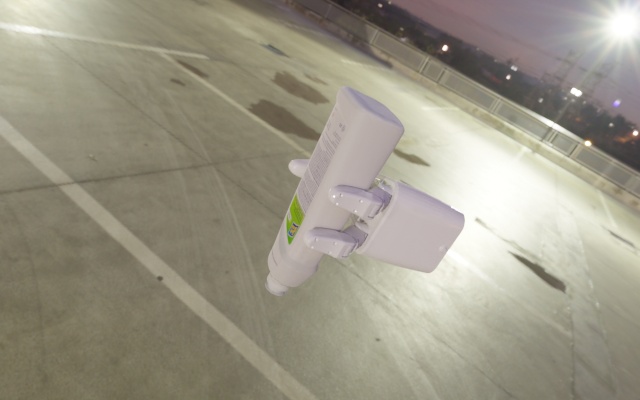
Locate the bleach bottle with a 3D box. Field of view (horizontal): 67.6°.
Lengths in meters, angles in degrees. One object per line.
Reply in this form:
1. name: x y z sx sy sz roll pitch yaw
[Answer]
1. bleach bottle: 0.000 0.002 0.551 0.068 0.251 0.102 21 23 -19
